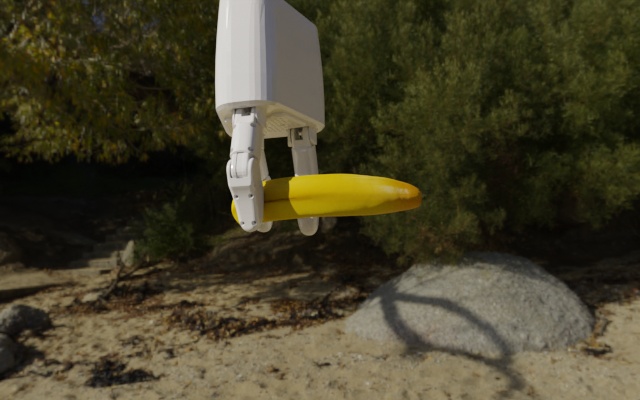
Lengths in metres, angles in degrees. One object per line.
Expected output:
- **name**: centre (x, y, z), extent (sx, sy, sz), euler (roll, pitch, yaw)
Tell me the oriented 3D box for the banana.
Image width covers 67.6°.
- **banana**: centre (-0.014, 0.000, 0.414), extent (0.198, 0.037, 0.069), euler (-8, -11, 37)
